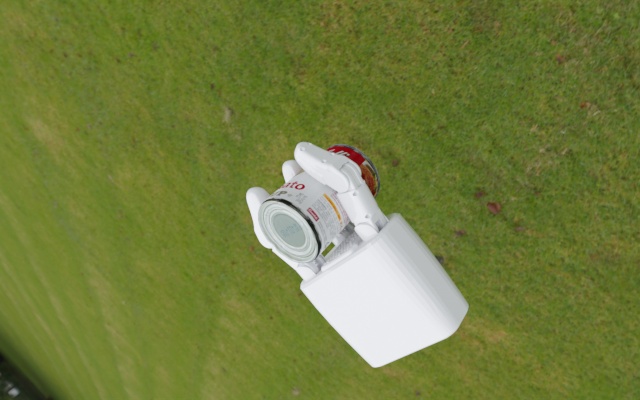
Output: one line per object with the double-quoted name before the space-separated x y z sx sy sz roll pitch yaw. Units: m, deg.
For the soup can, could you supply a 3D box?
"soup can" 0.000 0.001 0.436 0.068 0.068 0.102 0 32 42
